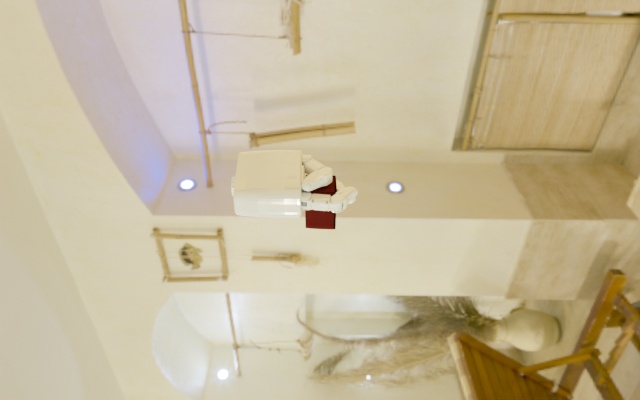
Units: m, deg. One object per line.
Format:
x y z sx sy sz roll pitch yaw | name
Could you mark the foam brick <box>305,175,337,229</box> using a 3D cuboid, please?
0.000 0.003 0.799 0.051 0.078 0.053 0 36 -1 | foam brick
